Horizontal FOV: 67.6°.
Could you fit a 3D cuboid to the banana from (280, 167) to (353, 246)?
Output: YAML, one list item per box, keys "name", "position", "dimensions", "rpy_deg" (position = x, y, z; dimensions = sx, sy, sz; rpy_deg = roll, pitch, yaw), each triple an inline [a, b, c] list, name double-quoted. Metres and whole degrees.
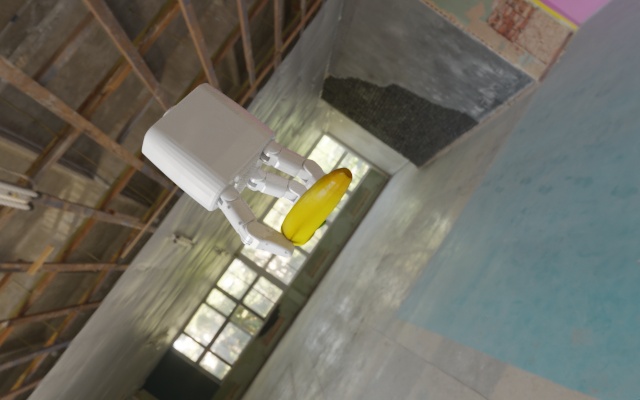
- name: "banana"
  position: [-0.013, 0.016, 0.527]
  dimensions: [0.037, 0.069, 0.198]
  rpy_deg: [42, -17, 3]
